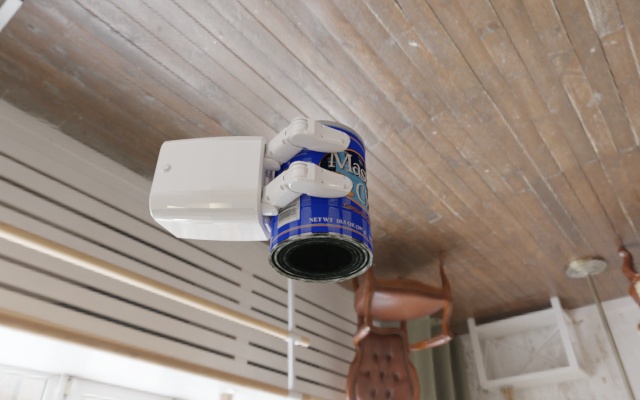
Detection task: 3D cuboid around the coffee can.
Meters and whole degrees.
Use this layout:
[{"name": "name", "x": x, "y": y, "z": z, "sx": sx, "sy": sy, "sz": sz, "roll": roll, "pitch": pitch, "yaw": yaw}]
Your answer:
[{"name": "coffee can", "x": 0.000, "y": 0.002, "z": 0.503, "sx": 0.103, "sy": 0.140, "sz": 0.103, "roll": 0, "pitch": -34, "yaw": 0}]
